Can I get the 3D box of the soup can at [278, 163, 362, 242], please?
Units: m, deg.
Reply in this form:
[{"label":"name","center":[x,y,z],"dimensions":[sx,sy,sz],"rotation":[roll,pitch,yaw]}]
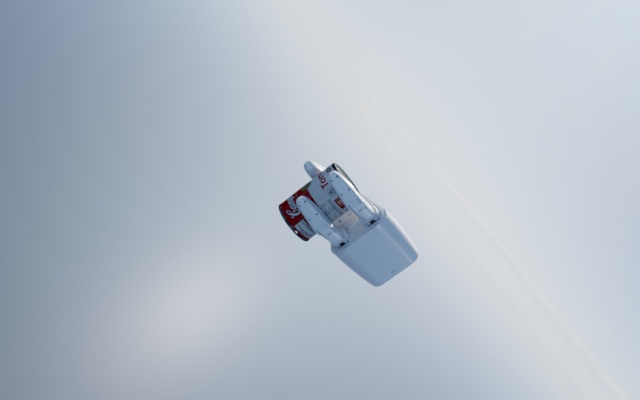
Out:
[{"label":"soup can","center":[0.000,0.002,0.684],"dimensions":[0.102,0.068,0.068],"rotation":[-38,-9,12]}]
